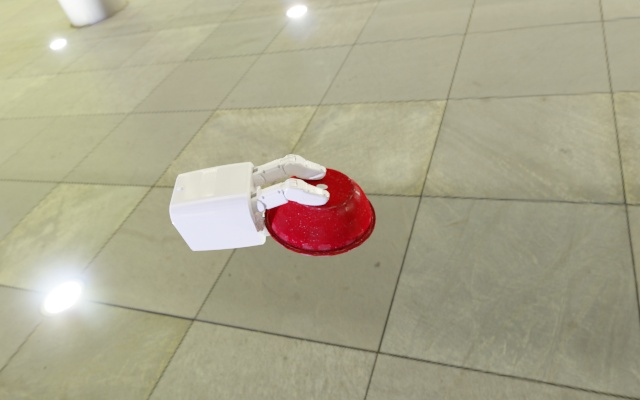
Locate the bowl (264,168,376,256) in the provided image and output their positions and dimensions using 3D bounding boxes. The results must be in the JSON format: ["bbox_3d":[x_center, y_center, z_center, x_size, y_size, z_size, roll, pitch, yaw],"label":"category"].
[{"bbox_3d":[0.001,0.002,0.672,0.162,0.055,0.162,1,40,-1],"label":"bowl"}]
